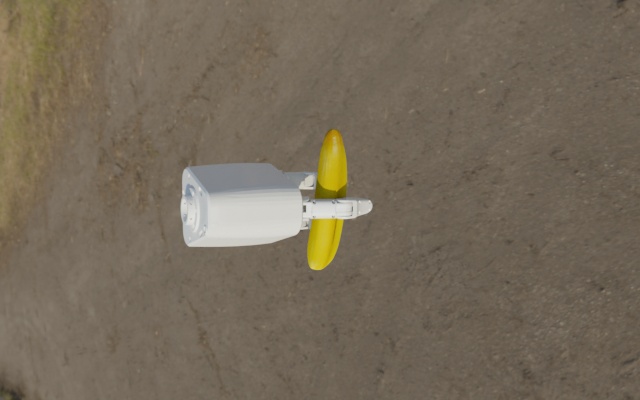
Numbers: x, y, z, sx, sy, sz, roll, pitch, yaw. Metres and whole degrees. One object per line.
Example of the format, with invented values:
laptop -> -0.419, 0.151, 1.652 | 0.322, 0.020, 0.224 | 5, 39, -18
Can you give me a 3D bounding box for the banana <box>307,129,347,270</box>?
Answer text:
banana -> 0.005, 0.014, 0.590 | 0.037, 0.198, 0.069 | 0, 29, -19
